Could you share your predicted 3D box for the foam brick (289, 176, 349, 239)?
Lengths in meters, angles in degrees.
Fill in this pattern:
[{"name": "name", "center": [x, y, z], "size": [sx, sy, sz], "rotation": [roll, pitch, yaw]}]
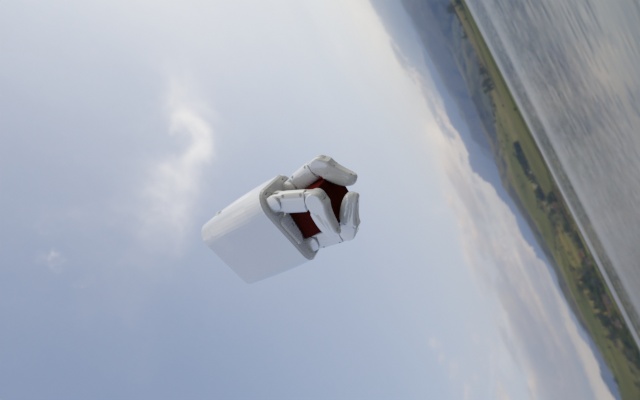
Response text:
[{"name": "foam brick", "center": [0.000, 0.002, 0.606], "size": [0.051, 0.053, 0.078], "rotation": [-27, 11, 25]}]
